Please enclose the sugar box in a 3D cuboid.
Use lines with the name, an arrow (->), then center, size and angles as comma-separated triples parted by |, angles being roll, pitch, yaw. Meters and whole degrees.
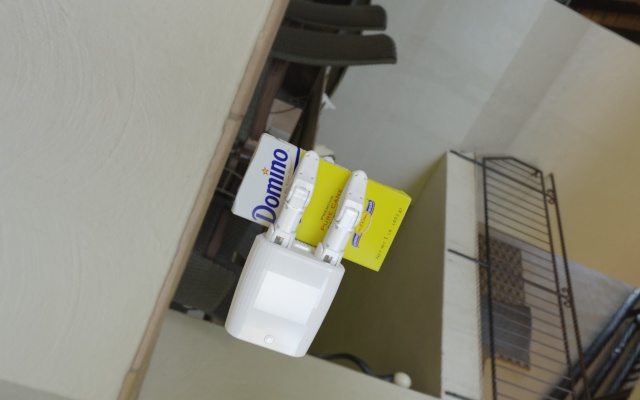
sugar box -> 0.000, 0.002, 0.528 | 0.176, 0.093, 0.048 | 22, 7, -11
